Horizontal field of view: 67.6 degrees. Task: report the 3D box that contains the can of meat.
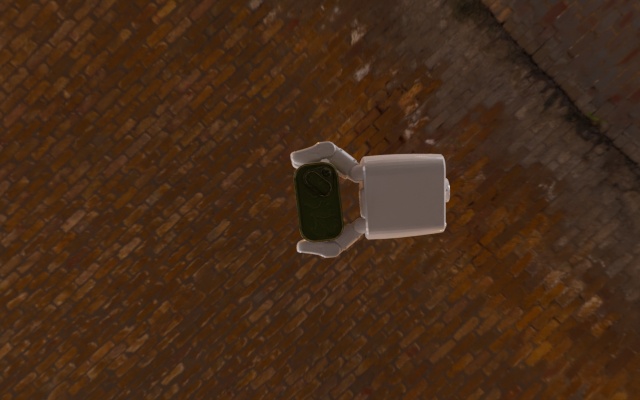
[{"bbox_3d":[0.000,0.002,0.648,0.057,0.102,0.084,-7,0,3],"label":"can of meat"}]
